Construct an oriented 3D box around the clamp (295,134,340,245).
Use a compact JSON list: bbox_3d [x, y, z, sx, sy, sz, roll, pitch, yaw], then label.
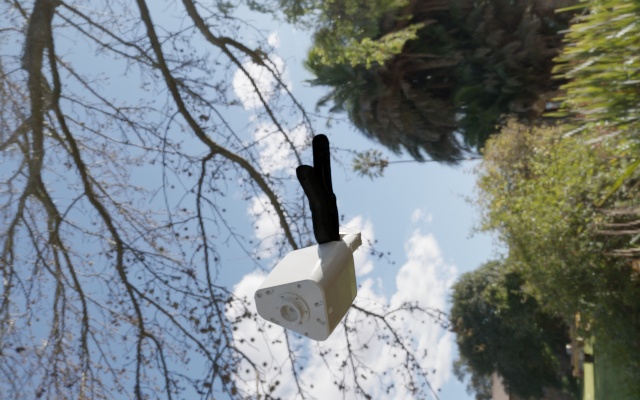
[{"bbox_3d":[0.000,0.002,0.664,0.039,0.171,0.120,-4,19,21],"label":"clamp"}]
